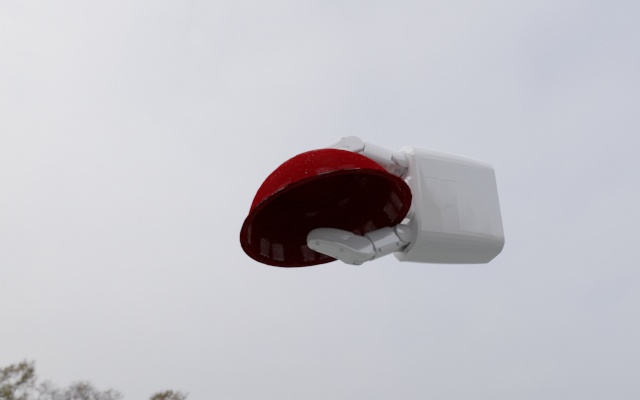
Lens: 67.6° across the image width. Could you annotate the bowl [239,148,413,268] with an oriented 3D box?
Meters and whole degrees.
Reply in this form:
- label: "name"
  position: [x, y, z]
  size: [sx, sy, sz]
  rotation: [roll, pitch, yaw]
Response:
- label: "bowl"
  position: [-0.001, 0.001, 0.446]
  size: [0.162, 0.055, 0.162]
  rotation: [-13, -32, -8]
